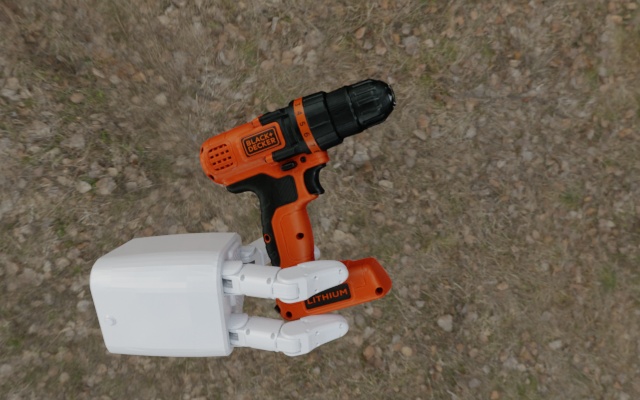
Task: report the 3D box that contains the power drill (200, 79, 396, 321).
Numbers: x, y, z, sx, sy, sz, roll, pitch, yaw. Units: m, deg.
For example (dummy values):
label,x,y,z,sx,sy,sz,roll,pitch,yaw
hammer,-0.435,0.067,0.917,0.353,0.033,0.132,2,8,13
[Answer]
label,x,y,z,sx,sy,sz,roll,pitch,yaw
power drill,0.000,0.002,0.431,0.184,0.187,0.057,-19,1,15
